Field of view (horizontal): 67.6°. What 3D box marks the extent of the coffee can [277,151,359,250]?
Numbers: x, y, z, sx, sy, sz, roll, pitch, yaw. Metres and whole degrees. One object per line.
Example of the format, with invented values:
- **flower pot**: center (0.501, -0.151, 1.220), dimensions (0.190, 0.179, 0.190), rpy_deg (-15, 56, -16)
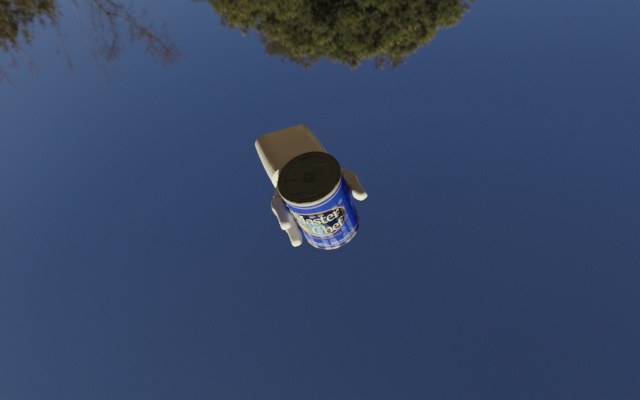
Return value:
- **coffee can**: center (0.000, 0.003, 0.787), dimensions (0.103, 0.102, 0.140), rpy_deg (0, -34, 19)
